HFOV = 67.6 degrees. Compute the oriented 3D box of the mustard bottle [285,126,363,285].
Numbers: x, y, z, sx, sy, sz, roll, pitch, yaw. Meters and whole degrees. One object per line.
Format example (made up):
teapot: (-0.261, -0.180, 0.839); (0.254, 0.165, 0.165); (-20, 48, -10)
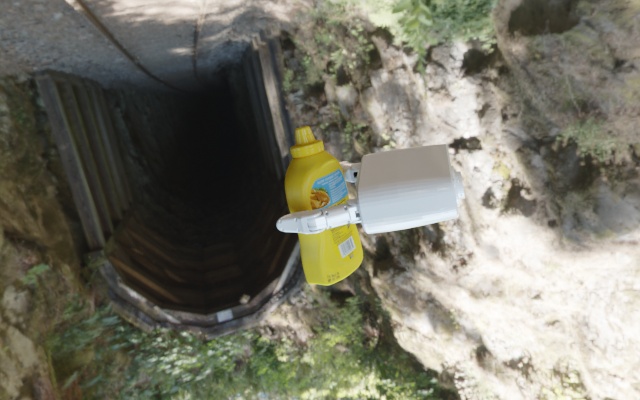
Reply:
mustard bottle: (0.000, 0.002, 0.600); (0.058, 0.192, 0.096); (-3, 17, 38)
